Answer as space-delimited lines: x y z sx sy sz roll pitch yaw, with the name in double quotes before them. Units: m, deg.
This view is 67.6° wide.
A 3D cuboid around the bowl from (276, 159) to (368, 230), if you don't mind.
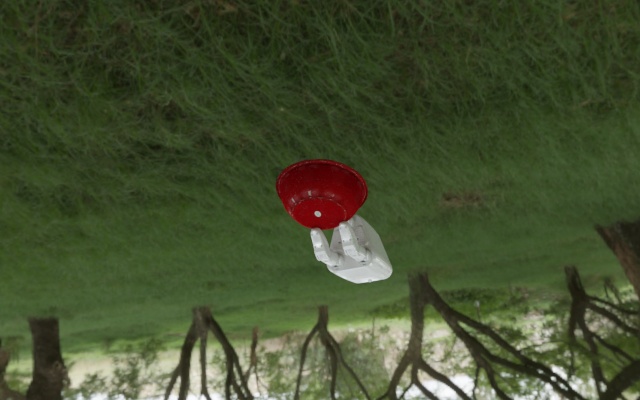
"bowl" -0.001 0.002 0.817 0.162 0.055 0.162 4 -38 3
